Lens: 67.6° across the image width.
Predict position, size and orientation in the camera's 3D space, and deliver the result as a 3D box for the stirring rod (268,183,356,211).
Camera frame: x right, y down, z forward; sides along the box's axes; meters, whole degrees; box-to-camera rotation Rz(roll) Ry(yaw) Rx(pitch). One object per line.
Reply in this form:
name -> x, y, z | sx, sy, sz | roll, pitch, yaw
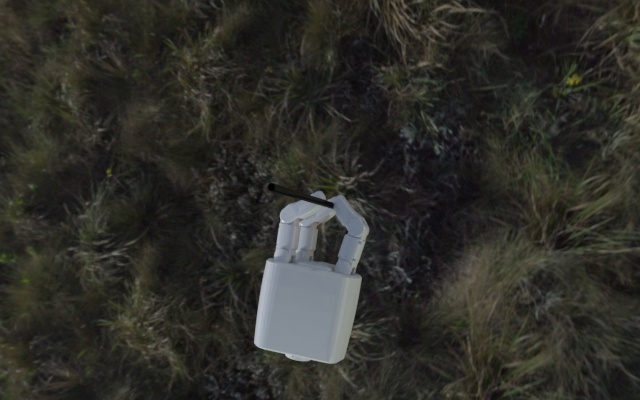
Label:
stirring rod -> 0.000, 0.002, 0.558 | 0.011, 0.011, 0.239 | 0, -7, 23
